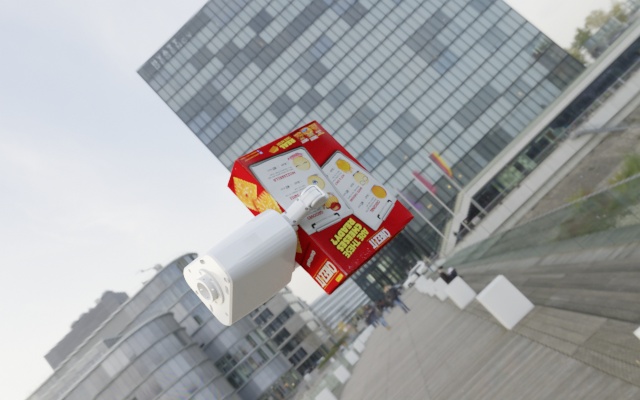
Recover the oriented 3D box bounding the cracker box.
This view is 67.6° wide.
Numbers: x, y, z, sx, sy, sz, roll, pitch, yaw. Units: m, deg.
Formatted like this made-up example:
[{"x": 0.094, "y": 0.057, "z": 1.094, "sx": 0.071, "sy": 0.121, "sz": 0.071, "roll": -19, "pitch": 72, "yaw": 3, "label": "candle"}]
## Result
[{"x": 0.000, "y": 0.002, "z": 0.679, "sx": 0.164, "sy": 0.213, "sz": 0.072, "roll": -34, "pitch": -16, "yaw": -39, "label": "cracker box"}]
